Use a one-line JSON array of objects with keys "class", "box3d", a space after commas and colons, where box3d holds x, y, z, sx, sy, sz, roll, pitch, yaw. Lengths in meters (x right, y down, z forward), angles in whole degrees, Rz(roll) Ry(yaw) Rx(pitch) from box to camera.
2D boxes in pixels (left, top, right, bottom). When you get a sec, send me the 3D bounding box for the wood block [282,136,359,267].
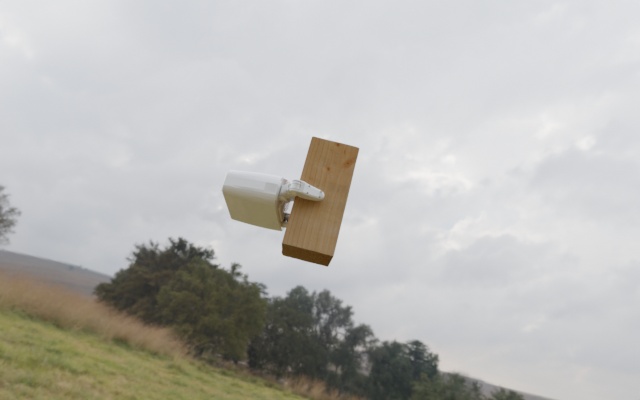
[{"class": "wood block", "box3d": [0.000, 0.002, 0.861, 0.090, 0.206, 0.091, 14, -19, 1]}]
